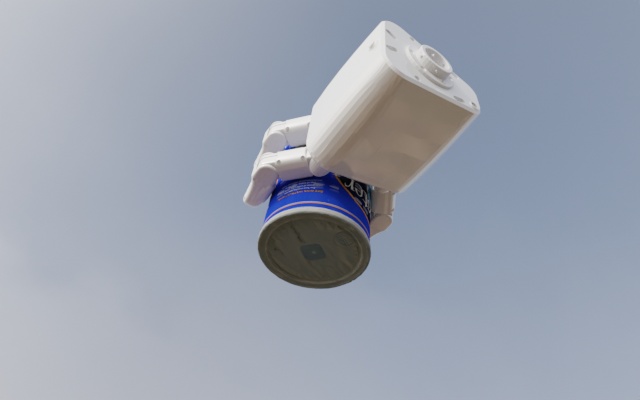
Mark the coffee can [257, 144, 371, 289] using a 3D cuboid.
[{"bbox_3d":[0.000,0.002,0.479,0.103,0.103,0.140,0,42,7],"label":"coffee can"}]
